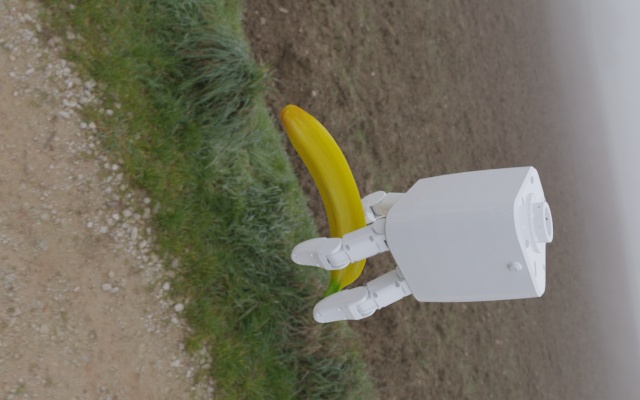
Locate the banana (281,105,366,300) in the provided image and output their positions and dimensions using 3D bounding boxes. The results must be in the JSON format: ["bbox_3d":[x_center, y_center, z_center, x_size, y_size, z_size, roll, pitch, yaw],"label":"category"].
[{"bbox_3d":[0.011,0.000,0.470,0.037,0.198,0.069,-7,11,37],"label":"banana"}]
